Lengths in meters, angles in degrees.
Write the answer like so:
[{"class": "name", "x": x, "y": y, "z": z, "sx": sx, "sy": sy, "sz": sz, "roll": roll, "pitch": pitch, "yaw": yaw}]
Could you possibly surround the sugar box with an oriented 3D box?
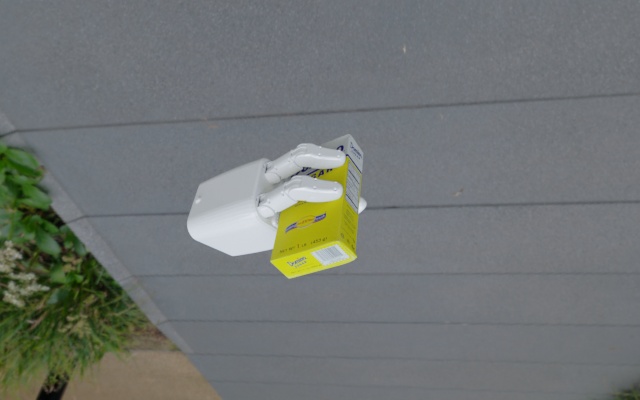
[{"class": "sugar box", "x": 0.000, "y": 0.002, "z": 0.581, "sx": 0.093, "sy": 0.176, "sz": 0.048, "roll": -19, "pitch": -46, "yaw": 26}]
